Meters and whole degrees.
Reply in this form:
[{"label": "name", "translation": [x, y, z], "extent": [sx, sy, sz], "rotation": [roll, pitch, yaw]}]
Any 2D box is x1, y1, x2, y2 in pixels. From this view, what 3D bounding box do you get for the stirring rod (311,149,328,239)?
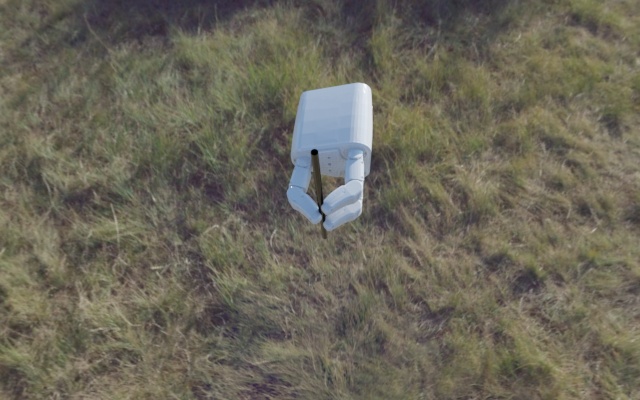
[{"label": "stirring rod", "translation": [0.000, 0.002, 0.599], "extent": [0.011, 0.011, 0.240], "rotation": [0, -25, 3]}]
